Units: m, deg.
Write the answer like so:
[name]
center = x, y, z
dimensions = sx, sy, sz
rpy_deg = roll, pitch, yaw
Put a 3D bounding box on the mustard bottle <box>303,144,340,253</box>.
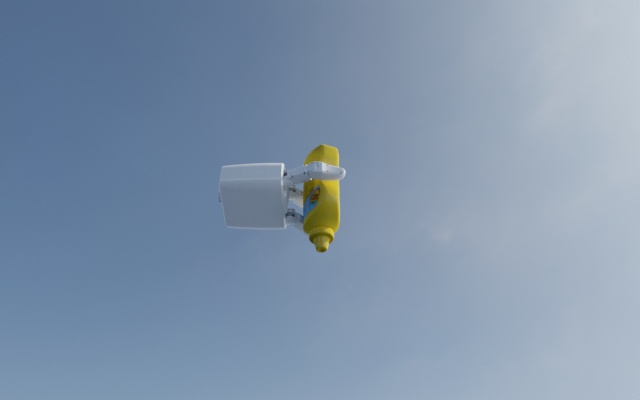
[mustard bottle]
center = 0.000, 0.003, 0.815
dimensions = 0.058, 0.191, 0.096
rpy_deg = 15, -40, -19
